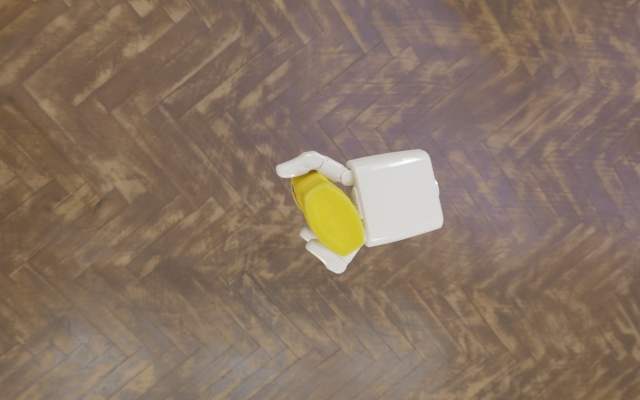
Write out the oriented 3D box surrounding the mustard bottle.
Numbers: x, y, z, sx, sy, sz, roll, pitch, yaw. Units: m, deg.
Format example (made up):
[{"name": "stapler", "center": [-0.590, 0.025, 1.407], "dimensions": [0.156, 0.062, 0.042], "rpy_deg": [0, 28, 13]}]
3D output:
[{"name": "mustard bottle", "center": [0.000, 0.002, 0.638], "dimensions": [0.058, 0.096, 0.191], "rpy_deg": [-35, 17, -1]}]
